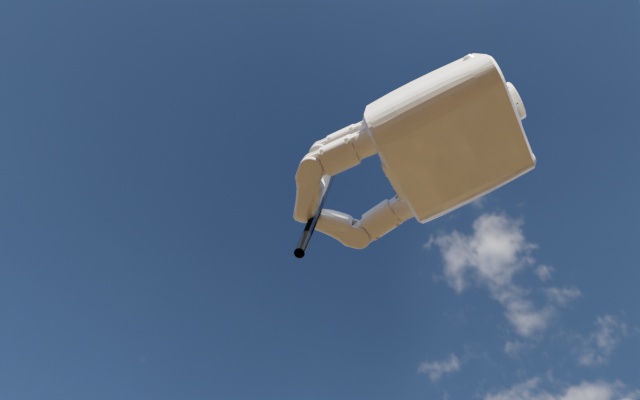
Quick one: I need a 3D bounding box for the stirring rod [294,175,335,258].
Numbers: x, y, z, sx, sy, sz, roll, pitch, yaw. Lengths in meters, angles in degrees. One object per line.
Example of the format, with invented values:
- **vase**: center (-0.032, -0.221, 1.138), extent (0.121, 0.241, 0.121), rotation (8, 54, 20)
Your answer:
- **stirring rod**: center (0.000, 0.002, 0.458), extent (0.011, 0.011, 0.239), rotation (0, 18, 8)
